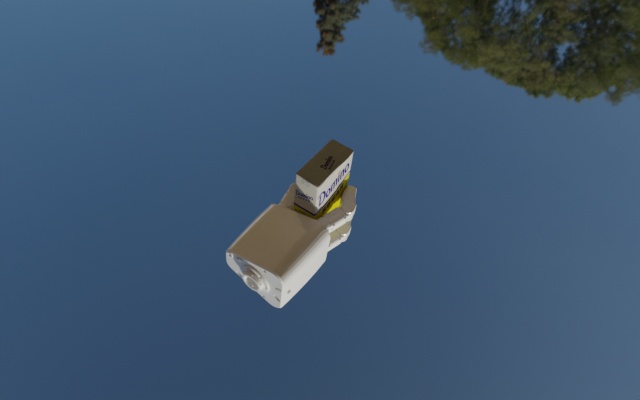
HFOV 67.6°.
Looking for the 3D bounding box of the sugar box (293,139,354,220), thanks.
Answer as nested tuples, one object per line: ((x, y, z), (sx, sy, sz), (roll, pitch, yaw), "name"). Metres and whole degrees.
((0.000, 0.003, 0.727), (0.048, 0.176, 0.093), (32, 54, 16), "sugar box")
